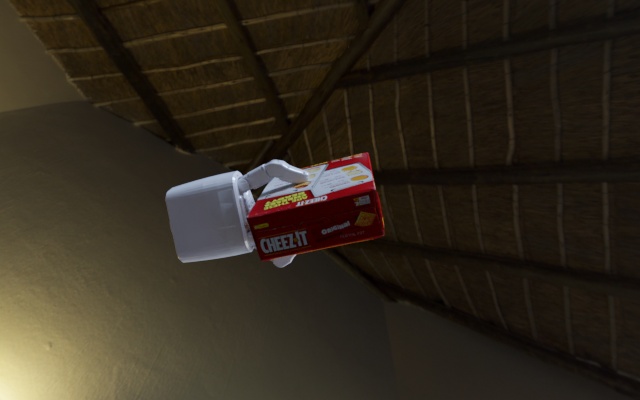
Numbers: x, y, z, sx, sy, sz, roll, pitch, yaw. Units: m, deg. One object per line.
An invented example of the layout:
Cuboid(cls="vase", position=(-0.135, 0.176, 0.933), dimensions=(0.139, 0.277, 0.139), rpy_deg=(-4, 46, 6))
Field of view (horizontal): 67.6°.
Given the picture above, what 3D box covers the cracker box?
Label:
Cuboid(cls="cracker box", position=(0.000, 0.002, 0.682), dimensions=(0.164, 0.072, 0.213), rpy_deg=(-13, 17, 7))
